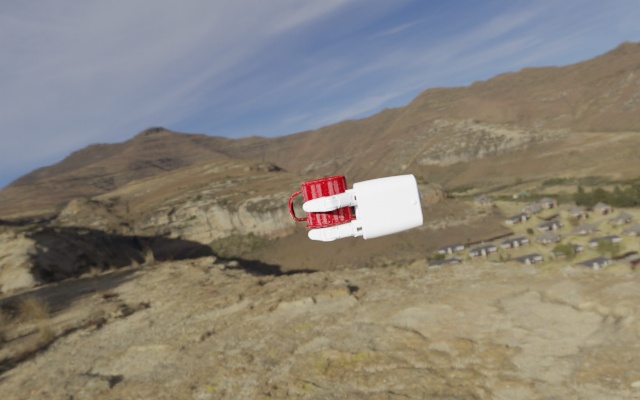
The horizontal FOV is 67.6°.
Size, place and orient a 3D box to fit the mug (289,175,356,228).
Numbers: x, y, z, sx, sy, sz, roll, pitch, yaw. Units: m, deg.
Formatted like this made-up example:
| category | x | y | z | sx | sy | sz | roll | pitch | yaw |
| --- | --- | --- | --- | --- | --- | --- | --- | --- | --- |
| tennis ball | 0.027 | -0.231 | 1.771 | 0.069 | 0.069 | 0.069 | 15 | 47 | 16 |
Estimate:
| category | x | y | z | sx | sy | sz | roll | pitch | yaw |
| --- | --- | --- | --- | --- | --- | --- | --- | --- | --- |
| mug | -0.001 | 0.003 | 0.863 | 0.117 | 0.081 | 0.093 | -11 | 4 | 0 |
